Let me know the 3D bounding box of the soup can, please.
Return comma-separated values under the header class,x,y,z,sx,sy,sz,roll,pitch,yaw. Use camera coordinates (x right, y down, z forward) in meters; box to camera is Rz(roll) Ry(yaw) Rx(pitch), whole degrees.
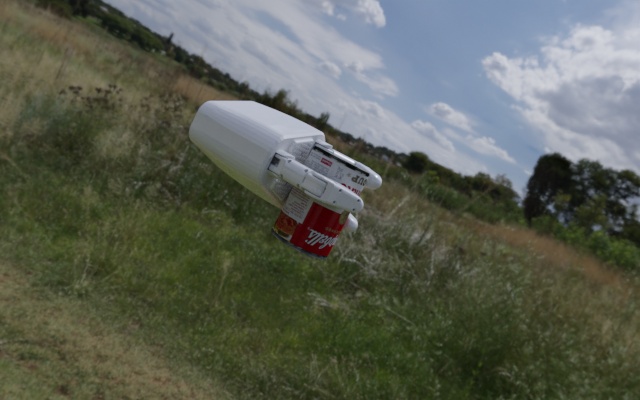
class,x,y,z,sx,sy,sz,roll,pitch,yaw
soup can,0.001,0.002,0.505,0.068,0.102,0.068,27,6,-3
